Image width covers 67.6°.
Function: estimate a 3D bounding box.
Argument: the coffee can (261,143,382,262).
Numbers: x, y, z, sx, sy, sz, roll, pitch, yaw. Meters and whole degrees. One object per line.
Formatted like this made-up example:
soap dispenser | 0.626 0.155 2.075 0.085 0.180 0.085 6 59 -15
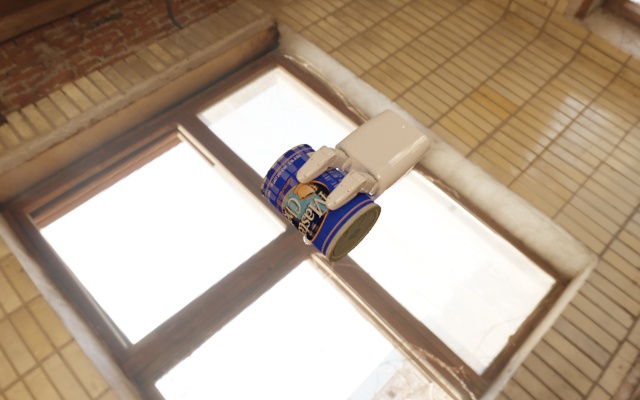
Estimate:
coffee can | 0.000 0.002 0.670 0.140 0.103 0.103 43 18 21
